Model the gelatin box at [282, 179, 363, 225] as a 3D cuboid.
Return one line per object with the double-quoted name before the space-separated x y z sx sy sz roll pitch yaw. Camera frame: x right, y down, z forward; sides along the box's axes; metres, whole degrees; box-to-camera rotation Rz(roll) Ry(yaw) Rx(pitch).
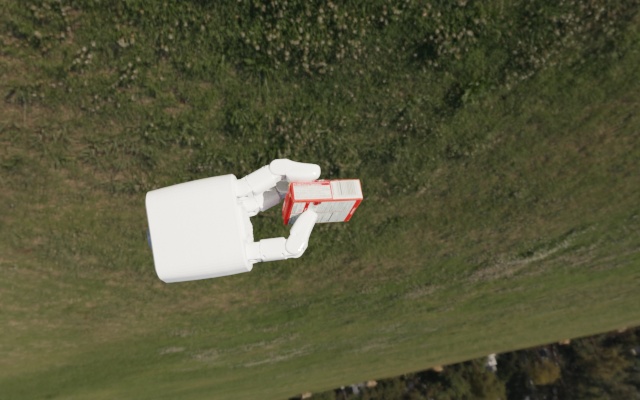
"gelatin box" 0.000 0.002 0.599 0.089 0.030 0.073 -2 -24 -13
